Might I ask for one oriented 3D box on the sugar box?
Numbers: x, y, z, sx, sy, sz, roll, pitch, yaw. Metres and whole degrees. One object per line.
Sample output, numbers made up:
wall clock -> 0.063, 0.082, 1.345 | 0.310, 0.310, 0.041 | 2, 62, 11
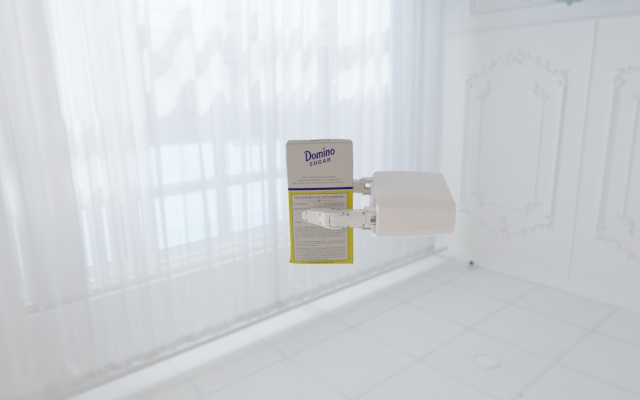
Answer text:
sugar box -> 0.000, 0.002, 0.678 | 0.093, 0.176, 0.048 | 0, 14, 0
